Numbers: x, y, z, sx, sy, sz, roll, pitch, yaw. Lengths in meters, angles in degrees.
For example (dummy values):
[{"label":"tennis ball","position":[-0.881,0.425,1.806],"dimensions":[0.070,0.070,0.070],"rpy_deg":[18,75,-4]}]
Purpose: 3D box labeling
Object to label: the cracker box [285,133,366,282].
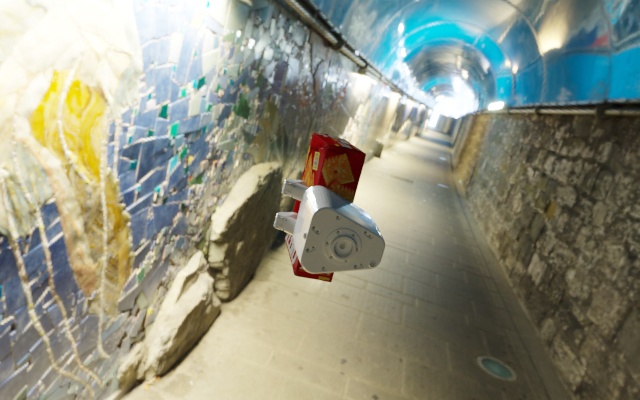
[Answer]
[{"label":"cracker box","position":[0.000,0.002,0.800],"dimensions":[0.072,0.214,0.164],"rpy_deg":[13,13,-12]}]
